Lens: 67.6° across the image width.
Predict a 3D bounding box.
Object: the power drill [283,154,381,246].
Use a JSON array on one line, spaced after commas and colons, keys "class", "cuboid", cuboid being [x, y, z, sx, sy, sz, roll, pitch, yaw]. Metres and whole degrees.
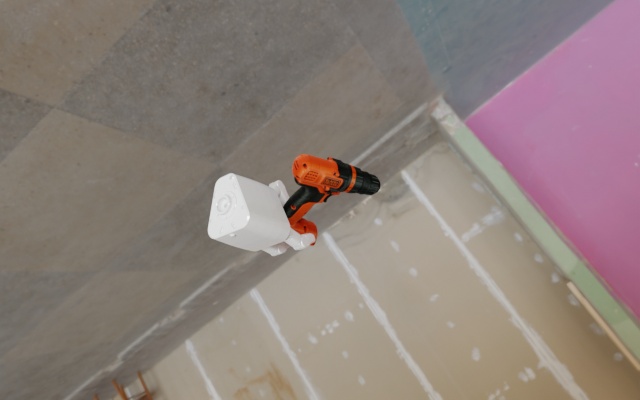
[{"class": "power drill", "cuboid": [0.000, 0.003, 0.896, 0.184, 0.188, 0.057, 14, 36, -31]}]
